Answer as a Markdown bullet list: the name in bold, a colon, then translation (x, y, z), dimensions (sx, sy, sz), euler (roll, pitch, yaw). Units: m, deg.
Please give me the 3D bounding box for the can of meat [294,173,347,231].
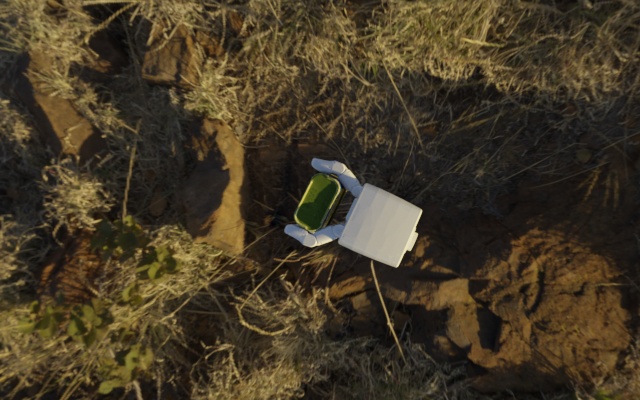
- **can of meat**: translation (0.000, 0.003, 0.824), dimensions (0.057, 0.102, 0.084), euler (27, 5, 8)
